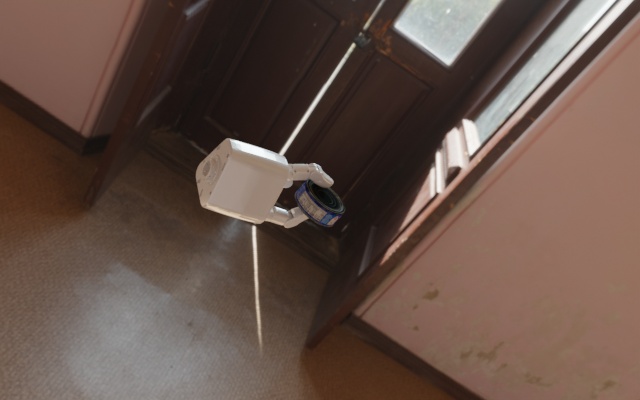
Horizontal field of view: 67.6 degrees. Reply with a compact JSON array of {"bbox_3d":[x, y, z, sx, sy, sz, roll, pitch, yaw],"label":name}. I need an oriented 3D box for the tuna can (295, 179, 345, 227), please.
[{"bbox_3d":[0.001,0.002,0.812,0.034,0.086,0.086,-48,-25,24],"label":"tuna can"}]
